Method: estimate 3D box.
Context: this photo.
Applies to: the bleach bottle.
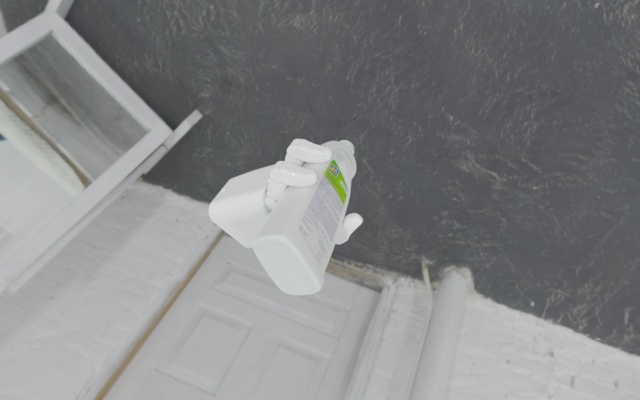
[{"bbox_3d":[0.000,0.002,0.651,0.068,0.103,0.250,-11,32,32],"label":"bleach bottle"}]
